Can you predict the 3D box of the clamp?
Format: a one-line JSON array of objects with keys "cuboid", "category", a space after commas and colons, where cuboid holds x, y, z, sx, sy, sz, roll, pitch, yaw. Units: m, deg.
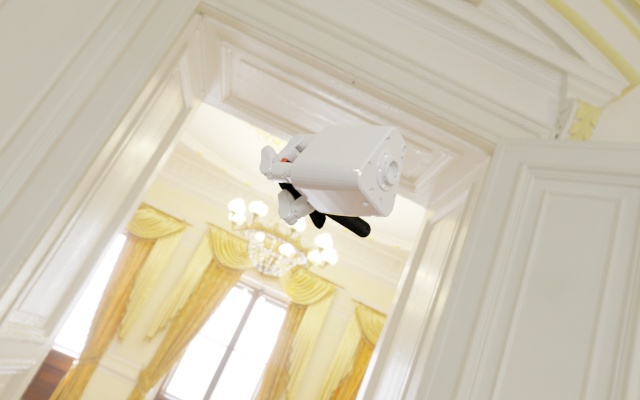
[{"cuboid": [0.000, 0.002, 0.707, 0.120, 0.039, 0.171, 6, -28, 39], "category": "clamp"}]
